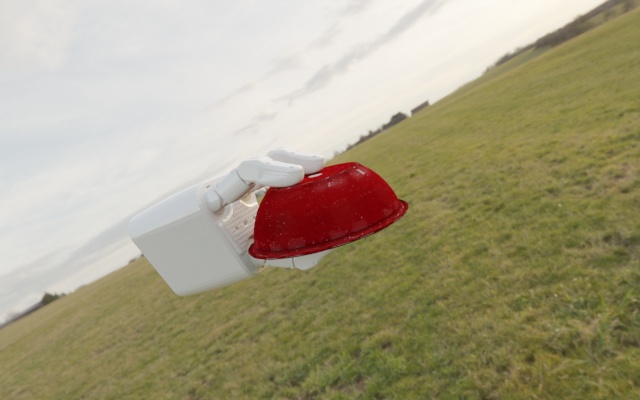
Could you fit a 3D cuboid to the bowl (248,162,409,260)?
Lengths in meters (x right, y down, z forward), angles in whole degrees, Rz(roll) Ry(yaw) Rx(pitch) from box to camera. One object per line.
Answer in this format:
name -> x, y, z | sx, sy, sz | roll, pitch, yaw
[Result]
bowl -> 0.001, 0.001, 0.463 | 0.162, 0.055, 0.162 | -16, 10, 3
